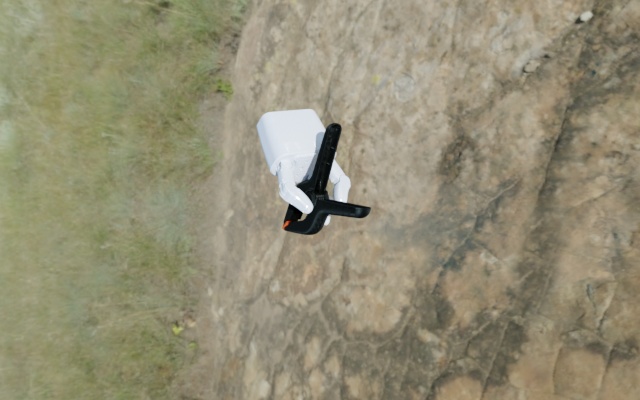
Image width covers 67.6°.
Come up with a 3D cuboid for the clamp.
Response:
[{"bbox_3d":[-0.001,0.003,0.773,0.036,0.164,0.210,3,-39,-35],"label":"clamp"}]
